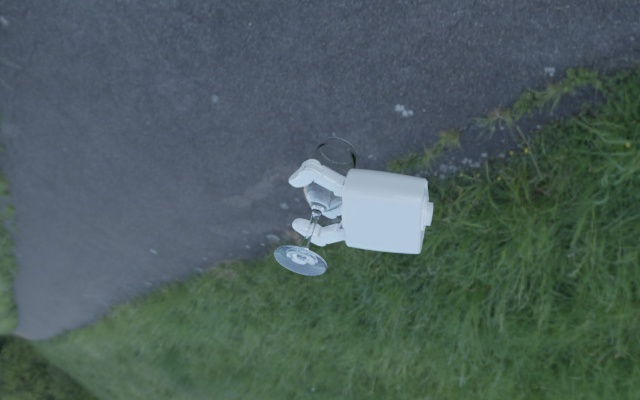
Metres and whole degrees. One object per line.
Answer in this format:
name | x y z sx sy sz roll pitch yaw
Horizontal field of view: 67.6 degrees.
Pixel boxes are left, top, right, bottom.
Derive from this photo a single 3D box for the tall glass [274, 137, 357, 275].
tall glass | 0.000 0.003 0.689 0.079 0.201 0.079 13 -33 9
